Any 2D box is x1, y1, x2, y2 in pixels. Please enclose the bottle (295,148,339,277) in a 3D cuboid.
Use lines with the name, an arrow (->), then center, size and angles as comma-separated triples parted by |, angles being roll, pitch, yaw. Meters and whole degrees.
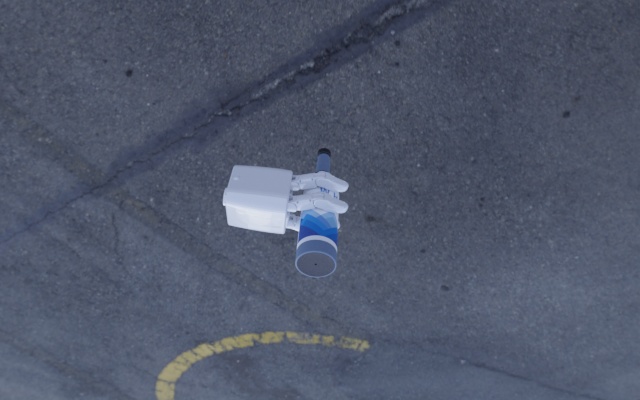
bottle -> 0.000, 0.003, 0.871 | 0.069, 0.069, 0.295 | 0, 43, 4
